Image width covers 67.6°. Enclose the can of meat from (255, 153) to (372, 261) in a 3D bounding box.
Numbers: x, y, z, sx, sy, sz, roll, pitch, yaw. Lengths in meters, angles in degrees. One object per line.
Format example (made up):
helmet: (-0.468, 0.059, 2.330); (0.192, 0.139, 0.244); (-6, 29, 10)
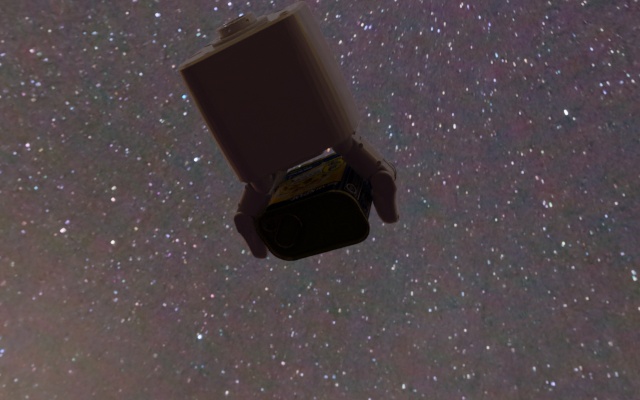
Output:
can of meat: (0.000, 0.001, 0.449); (0.102, 0.057, 0.084); (-18, 28, 25)
